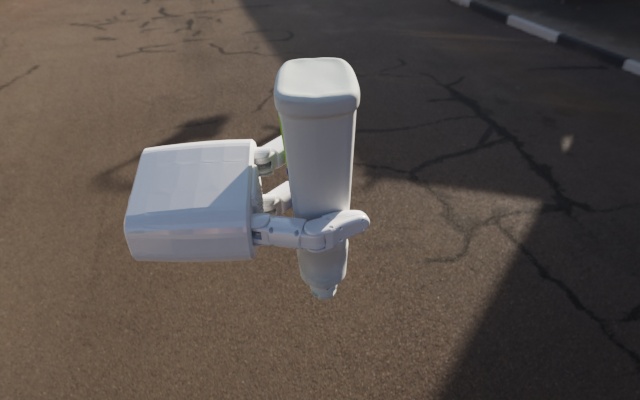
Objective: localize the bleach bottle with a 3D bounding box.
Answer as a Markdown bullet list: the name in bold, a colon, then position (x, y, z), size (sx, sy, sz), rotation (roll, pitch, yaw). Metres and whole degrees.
- **bleach bottle**: position (0.000, 0.001, 0.457), size (0.068, 0.251, 0.102), rotation (-3, 34, 0)
